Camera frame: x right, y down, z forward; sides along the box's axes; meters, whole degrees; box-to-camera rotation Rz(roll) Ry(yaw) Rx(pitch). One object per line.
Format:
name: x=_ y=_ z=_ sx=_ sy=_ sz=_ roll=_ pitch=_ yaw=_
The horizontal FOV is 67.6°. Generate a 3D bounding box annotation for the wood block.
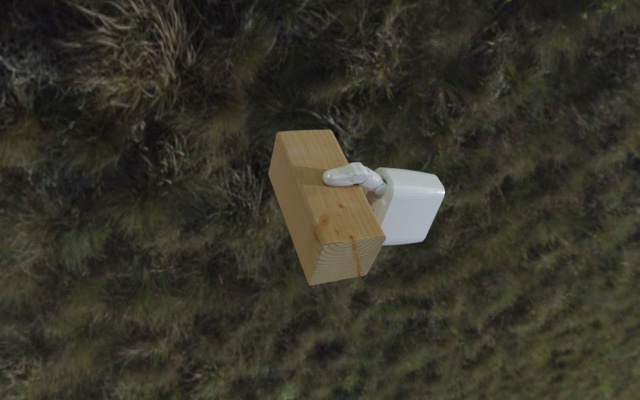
wood block: x=0.001 y=0.002 z=0.672 sx=0.090 sy=0.206 sz=0.091 roll=-6 pitch=-40 yaw=-23
